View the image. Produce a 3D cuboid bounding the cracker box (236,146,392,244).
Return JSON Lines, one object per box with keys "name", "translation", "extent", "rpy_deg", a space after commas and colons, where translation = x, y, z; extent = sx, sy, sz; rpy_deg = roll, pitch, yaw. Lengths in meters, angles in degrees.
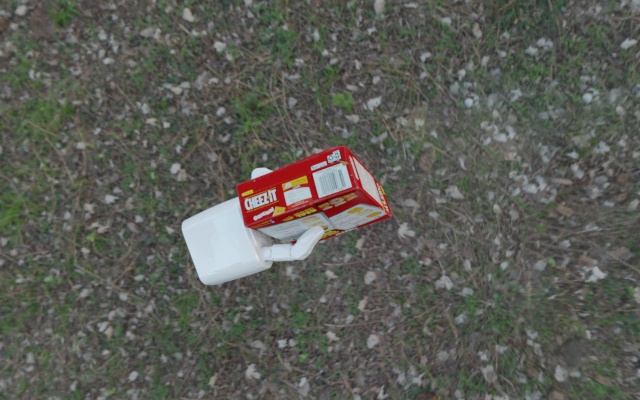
{"name": "cracker box", "translation": [0.000, 0.002, 0.713], "extent": [0.164, 0.072, 0.214], "rpy_deg": [-20, -17, 15]}
